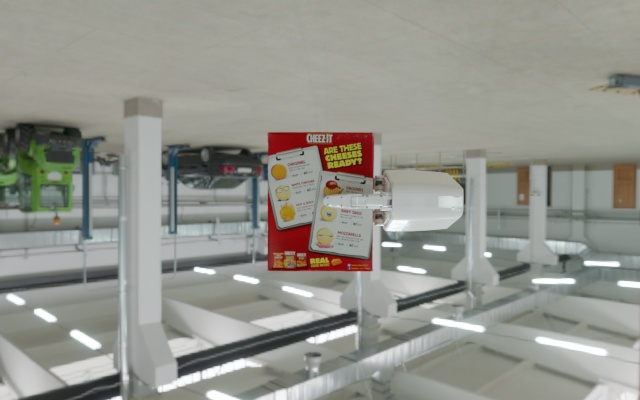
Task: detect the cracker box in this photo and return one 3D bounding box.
[{"bbox_3d":[0.000,0.003,0.755,0.164,0.213,0.072,0,1,-1],"label":"cracker box"}]
